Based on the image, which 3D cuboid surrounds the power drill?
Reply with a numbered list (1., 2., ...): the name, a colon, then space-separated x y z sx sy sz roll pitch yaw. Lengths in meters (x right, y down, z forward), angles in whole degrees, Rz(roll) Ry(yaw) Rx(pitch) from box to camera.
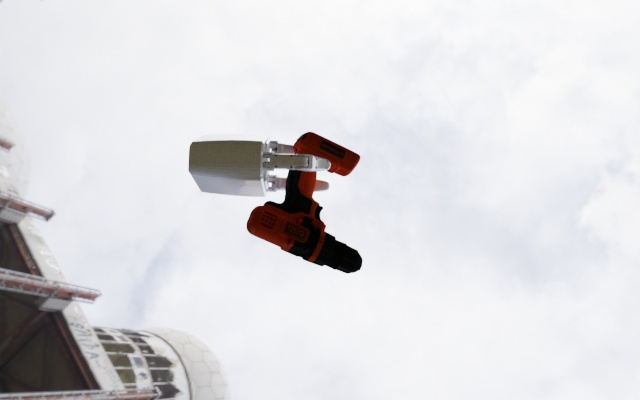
1. power drill: 0.000 0.002 0.728 0.184 0.187 0.057 25 -25 -14
